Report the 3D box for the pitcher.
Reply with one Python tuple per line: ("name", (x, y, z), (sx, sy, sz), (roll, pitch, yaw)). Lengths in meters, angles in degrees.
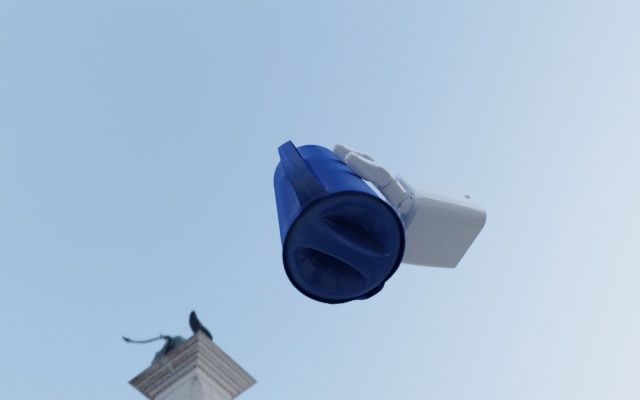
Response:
("pitcher", (0.000, 0.002, 0.599), (0.145, 0.149, 0.242), (9, 20, -15))
